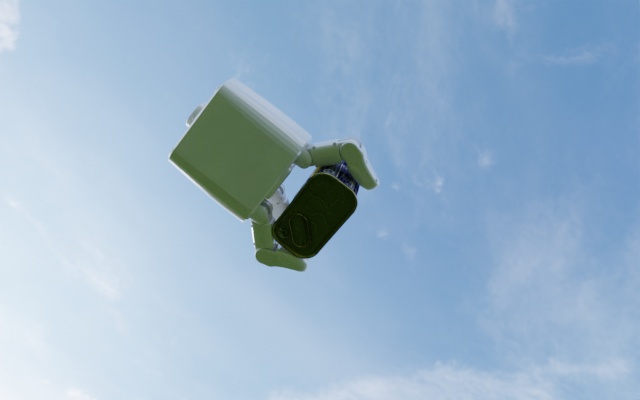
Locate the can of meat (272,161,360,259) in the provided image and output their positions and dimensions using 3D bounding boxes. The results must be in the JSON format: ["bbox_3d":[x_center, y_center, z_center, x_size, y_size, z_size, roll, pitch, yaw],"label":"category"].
[{"bbox_3d":[0.000,0.002,0.531,0.057,0.102,0.084,37,26,-6],"label":"can of meat"}]
